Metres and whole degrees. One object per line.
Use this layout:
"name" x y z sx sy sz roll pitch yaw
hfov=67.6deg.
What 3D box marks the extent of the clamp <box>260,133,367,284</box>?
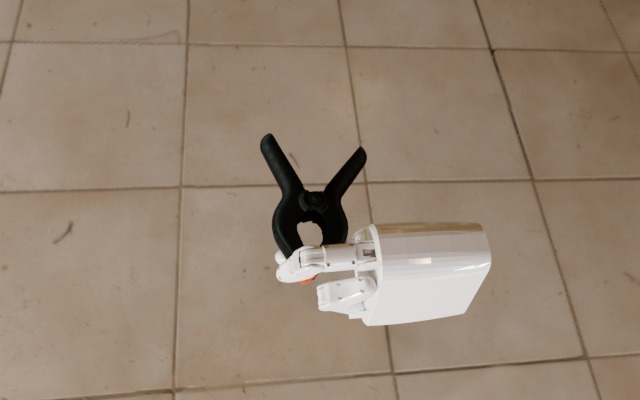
"clamp" 0.000 0.002 0.506 0.120 0.171 0.039 -3 -26 -7
